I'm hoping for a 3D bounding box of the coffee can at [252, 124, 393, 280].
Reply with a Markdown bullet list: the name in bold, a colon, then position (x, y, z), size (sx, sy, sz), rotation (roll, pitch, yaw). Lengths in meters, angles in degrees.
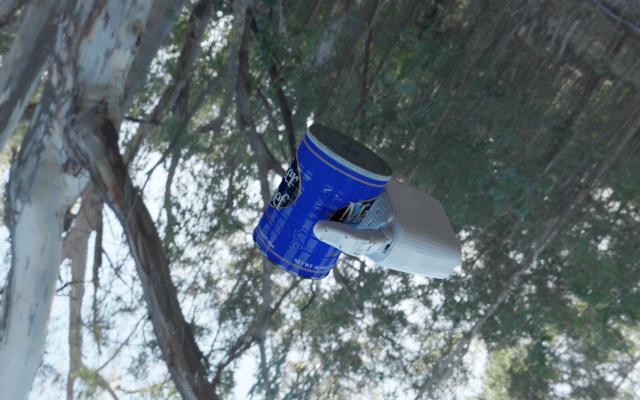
- **coffee can**: position (0.000, 0.002, 0.530), size (0.103, 0.140, 0.102), rotation (27, 20, -11)
